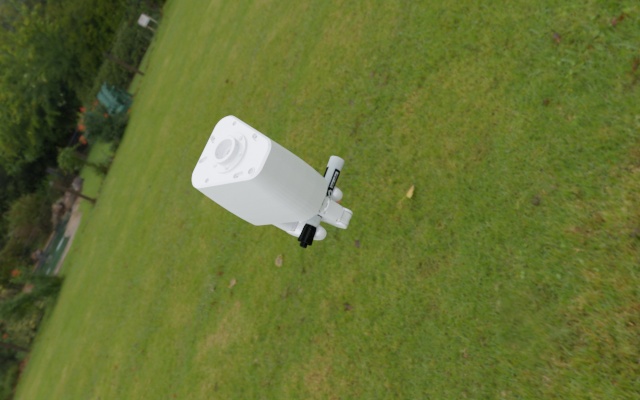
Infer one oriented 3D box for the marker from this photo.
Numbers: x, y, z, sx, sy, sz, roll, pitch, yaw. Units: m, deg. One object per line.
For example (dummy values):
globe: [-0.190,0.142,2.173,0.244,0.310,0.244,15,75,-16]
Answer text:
marker: [0.000,0.002,0.593,0.020,0.121,0.020,21,-13,5]
